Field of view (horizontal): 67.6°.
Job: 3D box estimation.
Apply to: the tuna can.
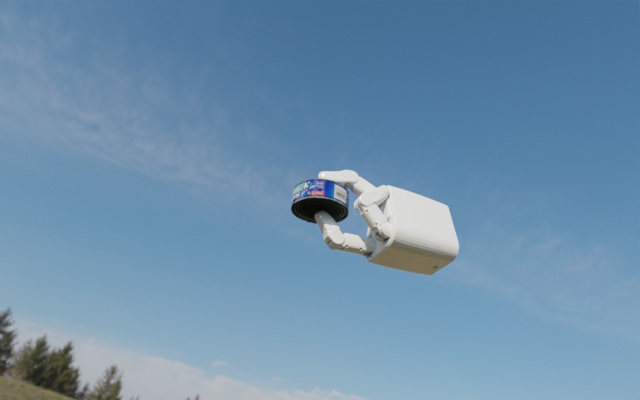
[{"bbox_3d":[0.000,0.002,0.712,0.086,0.033,0.086,4,-28,2],"label":"tuna can"}]
